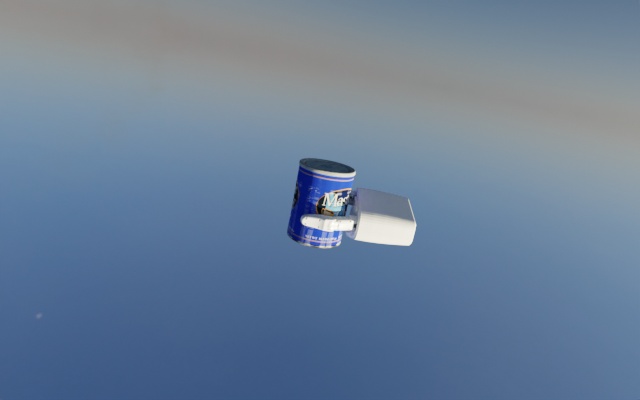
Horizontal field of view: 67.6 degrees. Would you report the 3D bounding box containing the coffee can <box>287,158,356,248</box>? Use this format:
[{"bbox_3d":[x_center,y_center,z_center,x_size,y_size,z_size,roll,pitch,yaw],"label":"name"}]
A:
[{"bbox_3d":[0.000,0.003,0.875,0.103,0.140,0.102,10,16,-3],"label":"coffee can"}]
